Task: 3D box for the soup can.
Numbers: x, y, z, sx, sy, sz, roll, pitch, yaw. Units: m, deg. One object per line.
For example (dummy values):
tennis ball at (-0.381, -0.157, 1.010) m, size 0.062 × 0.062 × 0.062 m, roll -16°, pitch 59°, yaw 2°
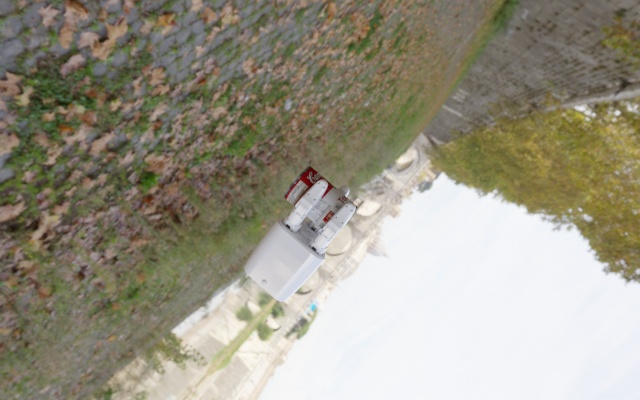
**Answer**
soup can at (0.001, 0.002, 0.768) m, size 0.102 × 0.068 × 0.068 m, roll 41°, pitch 3°, yaw 4°
